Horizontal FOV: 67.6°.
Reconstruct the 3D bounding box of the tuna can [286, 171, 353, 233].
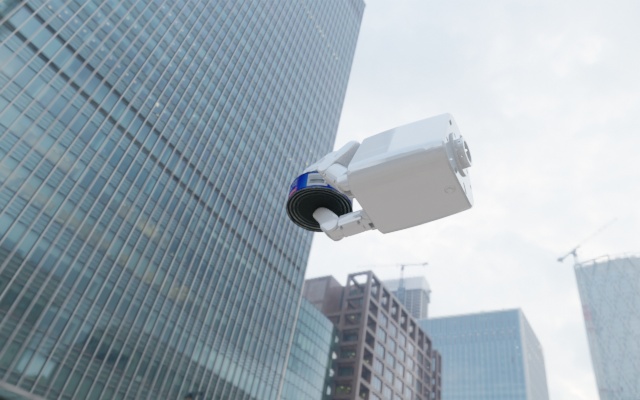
[{"bbox_3d":[0.000,0.002,0.616,0.086,0.033,0.086,4,-43,3],"label":"tuna can"}]
